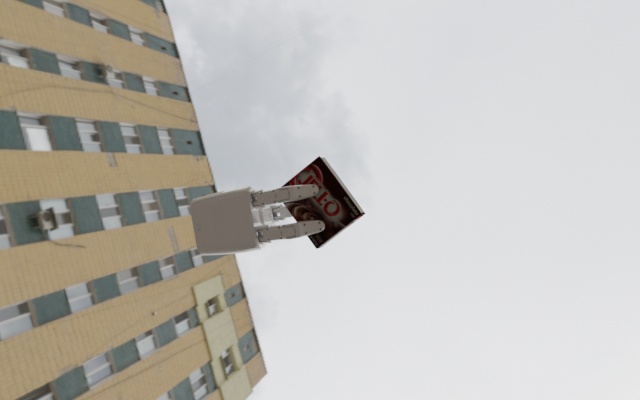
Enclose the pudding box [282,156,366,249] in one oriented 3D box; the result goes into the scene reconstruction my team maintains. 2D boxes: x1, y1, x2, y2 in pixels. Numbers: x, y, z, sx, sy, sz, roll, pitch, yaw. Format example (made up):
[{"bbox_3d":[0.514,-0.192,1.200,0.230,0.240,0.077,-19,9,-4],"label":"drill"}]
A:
[{"bbox_3d":[0.000,0.002,0.733,0.090,0.113,0.039,-39,-6,14],"label":"pudding box"}]
